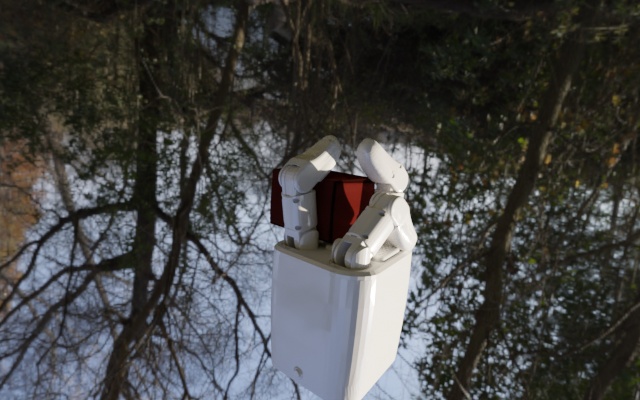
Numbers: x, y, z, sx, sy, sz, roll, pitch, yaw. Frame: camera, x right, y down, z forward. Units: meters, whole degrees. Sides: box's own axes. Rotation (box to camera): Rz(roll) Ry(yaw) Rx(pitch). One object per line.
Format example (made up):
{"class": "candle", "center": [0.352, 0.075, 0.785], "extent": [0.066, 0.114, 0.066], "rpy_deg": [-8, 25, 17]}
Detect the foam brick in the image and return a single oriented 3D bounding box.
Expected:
{"class": "foam brick", "center": [0.000, 0.001, 0.414], "extent": [0.053, 0.051, 0.078], "rpy_deg": [-6, 15, -44]}
